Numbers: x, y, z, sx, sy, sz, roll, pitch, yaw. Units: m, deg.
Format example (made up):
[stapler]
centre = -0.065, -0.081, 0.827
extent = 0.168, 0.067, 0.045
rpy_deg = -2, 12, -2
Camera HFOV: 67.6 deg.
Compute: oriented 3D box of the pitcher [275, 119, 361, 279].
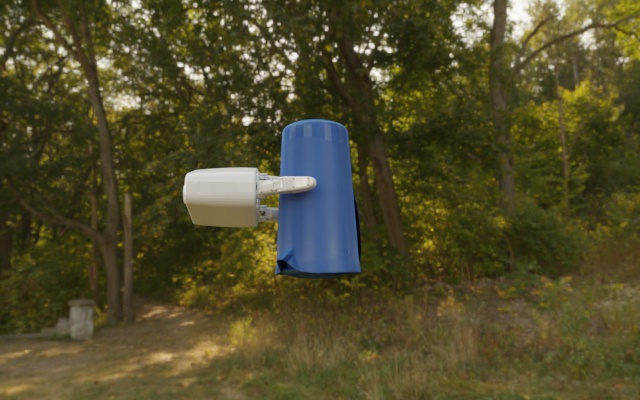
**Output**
[pitcher]
centre = 0.000, 0.003, 0.768
extent = 0.145, 0.242, 0.149
rpy_deg = 0, -9, -3
